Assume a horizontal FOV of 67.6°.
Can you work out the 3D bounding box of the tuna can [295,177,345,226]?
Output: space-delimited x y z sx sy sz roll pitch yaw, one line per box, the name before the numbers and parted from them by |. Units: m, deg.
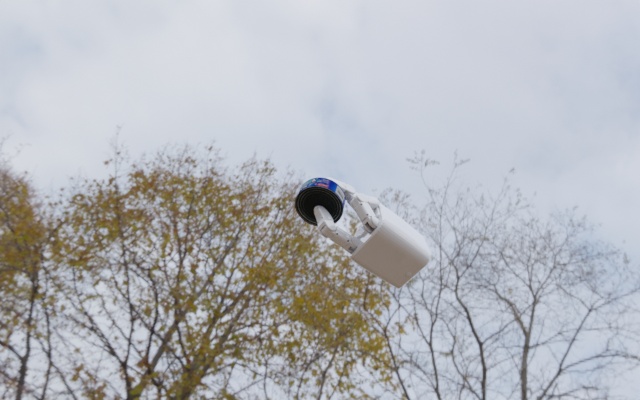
tuna can | 0.000 0.002 0.838 0.086 0.086 0.033 0 35 14
